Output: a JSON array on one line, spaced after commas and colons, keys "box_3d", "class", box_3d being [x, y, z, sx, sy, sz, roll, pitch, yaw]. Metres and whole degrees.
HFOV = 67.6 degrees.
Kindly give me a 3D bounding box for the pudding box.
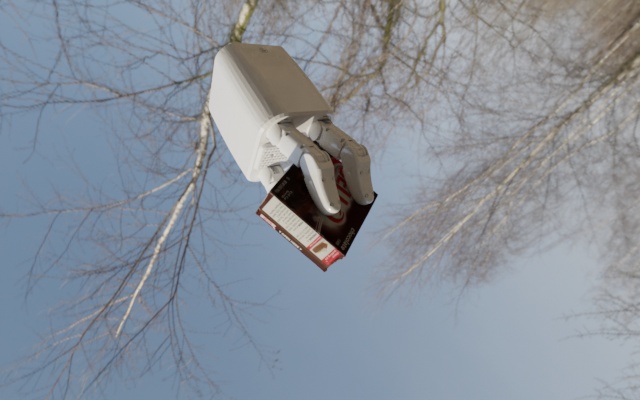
[{"box_3d": [0.000, 0.002, 0.471, 0.039, 0.090, 0.113, -46, 6, 41], "class": "pudding box"}]
